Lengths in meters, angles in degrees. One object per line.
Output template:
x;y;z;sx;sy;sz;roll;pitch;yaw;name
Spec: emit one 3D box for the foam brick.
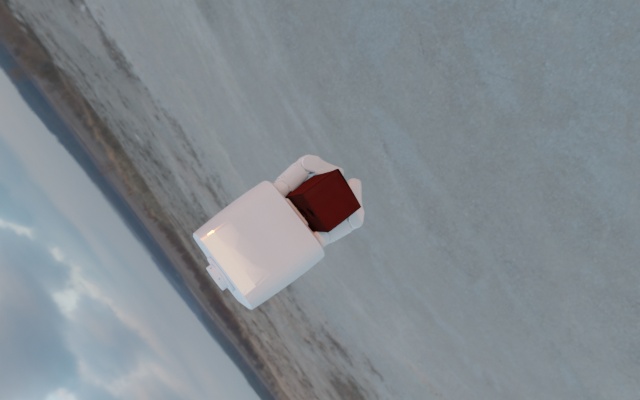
0.000;0.002;0.552;0.051;0.053;0.078;-36;9;-19;foam brick
